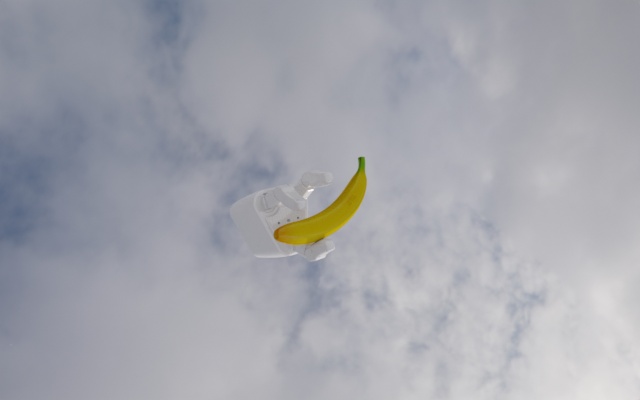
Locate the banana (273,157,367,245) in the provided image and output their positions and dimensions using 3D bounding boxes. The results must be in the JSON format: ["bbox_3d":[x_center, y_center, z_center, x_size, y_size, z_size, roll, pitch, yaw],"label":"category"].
[{"bbox_3d":[0.012,0.015,0.709,0.197,0.070,0.037,-43,20,-30],"label":"banana"}]
